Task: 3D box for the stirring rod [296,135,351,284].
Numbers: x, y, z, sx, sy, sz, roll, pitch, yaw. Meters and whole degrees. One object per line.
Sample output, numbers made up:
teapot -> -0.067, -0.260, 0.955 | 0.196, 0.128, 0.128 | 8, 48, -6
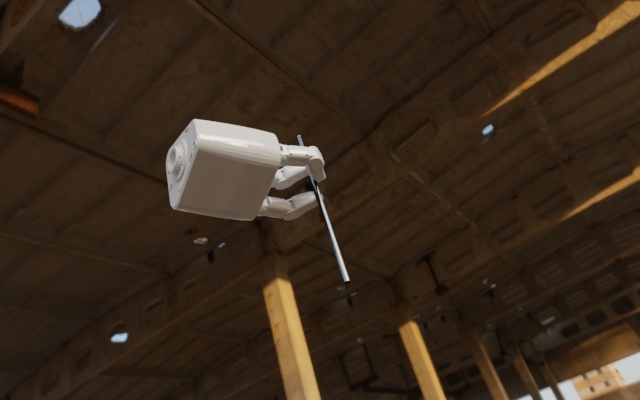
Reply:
stirring rod -> 0.000, 0.002, 0.634 | 0.011, 0.239, 0.011 | -13, -34, -9
